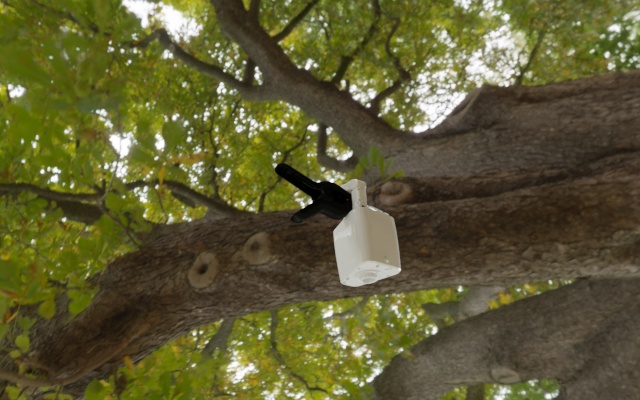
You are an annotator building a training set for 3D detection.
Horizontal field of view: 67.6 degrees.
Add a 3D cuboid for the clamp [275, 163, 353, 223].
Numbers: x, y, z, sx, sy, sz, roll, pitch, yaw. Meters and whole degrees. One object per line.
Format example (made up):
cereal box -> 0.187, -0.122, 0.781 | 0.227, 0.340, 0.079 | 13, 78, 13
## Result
clamp -> 0.000, 0.003, 0.838 | 0.171, 0.120, 0.039 | 16, -40, -32
